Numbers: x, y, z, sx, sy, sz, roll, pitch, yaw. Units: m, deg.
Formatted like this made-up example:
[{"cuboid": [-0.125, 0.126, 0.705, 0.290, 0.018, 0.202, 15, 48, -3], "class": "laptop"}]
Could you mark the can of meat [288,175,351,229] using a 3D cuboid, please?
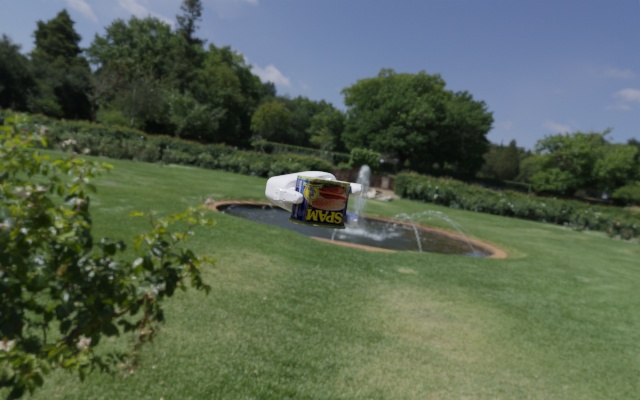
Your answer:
[{"cuboid": [0.000, 0.002, 0.852, 0.102, 0.084, 0.057, 7, 4, -23], "class": "can of meat"}]
